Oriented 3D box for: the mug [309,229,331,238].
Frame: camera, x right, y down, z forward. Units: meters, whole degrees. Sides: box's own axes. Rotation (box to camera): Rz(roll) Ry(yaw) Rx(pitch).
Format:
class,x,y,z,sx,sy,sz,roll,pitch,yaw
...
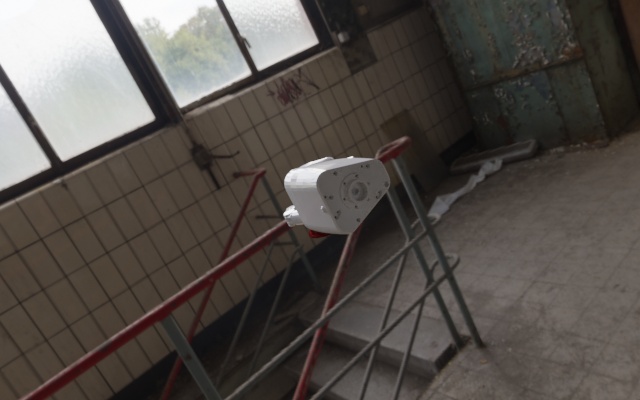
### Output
class,x,y,z,sx,sy,sz,roll,pitch,yaw
mug,-0.001,0.002,0.788,0.093,0.081,0.117,-32,16,-23
